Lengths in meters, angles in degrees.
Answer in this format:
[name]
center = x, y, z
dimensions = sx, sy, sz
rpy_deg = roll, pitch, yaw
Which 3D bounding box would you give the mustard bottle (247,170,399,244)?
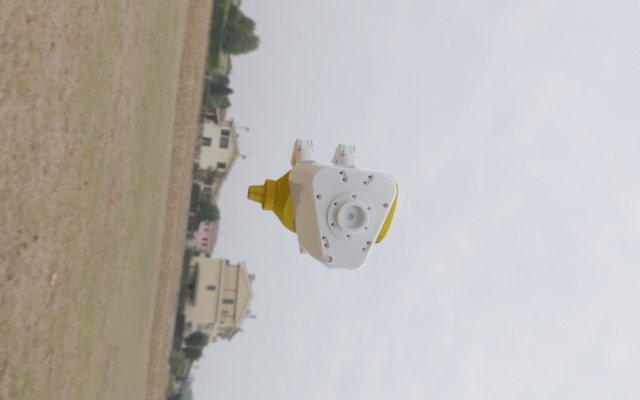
[mustard bottle]
center = 0.000, 0.002, 0.630
dimensions = 0.191, 0.096, 0.058
rpy_deg = 7, 28, -14
